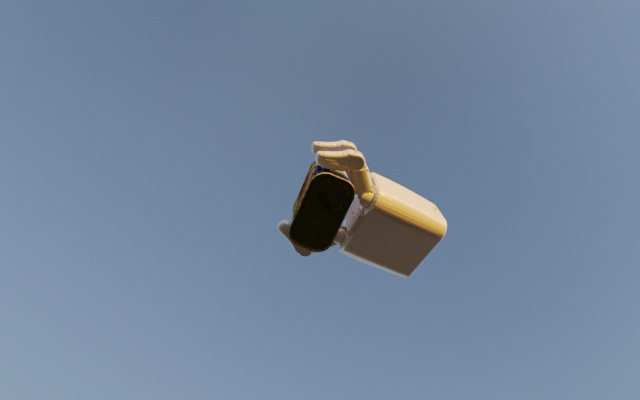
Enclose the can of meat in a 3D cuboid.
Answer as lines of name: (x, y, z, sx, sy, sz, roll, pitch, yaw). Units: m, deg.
can of meat: (0.000, 0.002, 0.619, 0.057, 0.102, 0.084, 22, 18, -9)
